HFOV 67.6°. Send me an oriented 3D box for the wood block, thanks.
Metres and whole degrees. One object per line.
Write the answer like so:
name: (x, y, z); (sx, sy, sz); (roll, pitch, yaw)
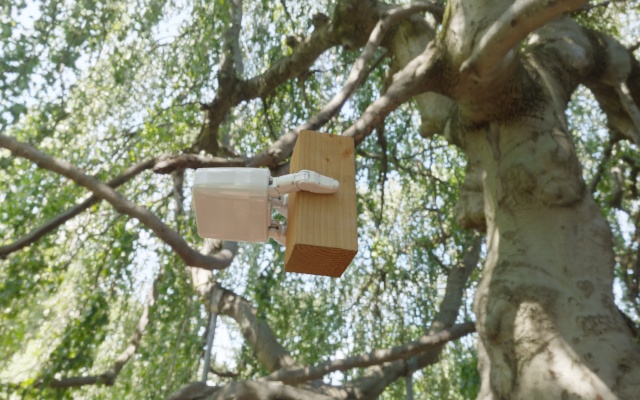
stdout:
wood block: (0.000, 0.002, 0.730); (0.090, 0.206, 0.091); (8, -35, -11)
